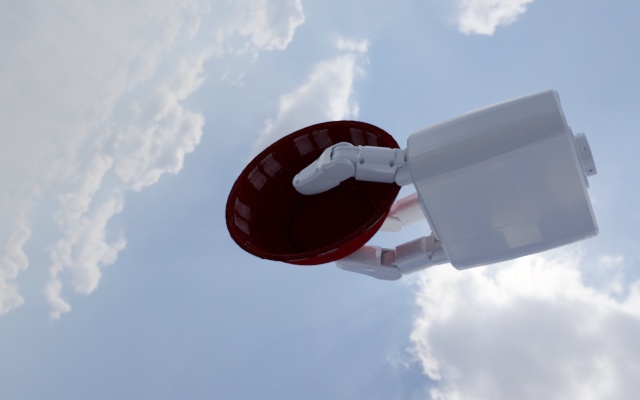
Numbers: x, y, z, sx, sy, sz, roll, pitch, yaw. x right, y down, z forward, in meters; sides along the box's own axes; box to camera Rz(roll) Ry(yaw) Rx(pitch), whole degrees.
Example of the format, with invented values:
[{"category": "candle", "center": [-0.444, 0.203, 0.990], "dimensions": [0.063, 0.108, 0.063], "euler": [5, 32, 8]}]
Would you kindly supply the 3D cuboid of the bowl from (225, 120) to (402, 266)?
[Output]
[{"category": "bowl", "center": [-0.001, 0.002, 0.423], "dimensions": [0.162, 0.162, 0.055], "euler": [0, -41, 26]}]
